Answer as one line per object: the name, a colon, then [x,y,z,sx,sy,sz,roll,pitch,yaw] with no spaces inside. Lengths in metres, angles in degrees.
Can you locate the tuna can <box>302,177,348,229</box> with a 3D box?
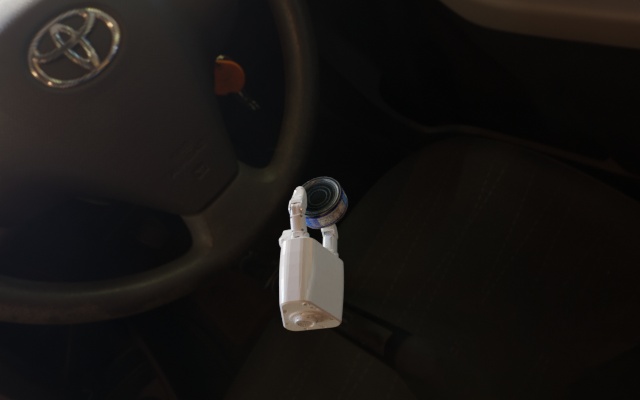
tuna can: [0.000,0.002,0.790,0.086,0.086,0.034,0,-37,26]
